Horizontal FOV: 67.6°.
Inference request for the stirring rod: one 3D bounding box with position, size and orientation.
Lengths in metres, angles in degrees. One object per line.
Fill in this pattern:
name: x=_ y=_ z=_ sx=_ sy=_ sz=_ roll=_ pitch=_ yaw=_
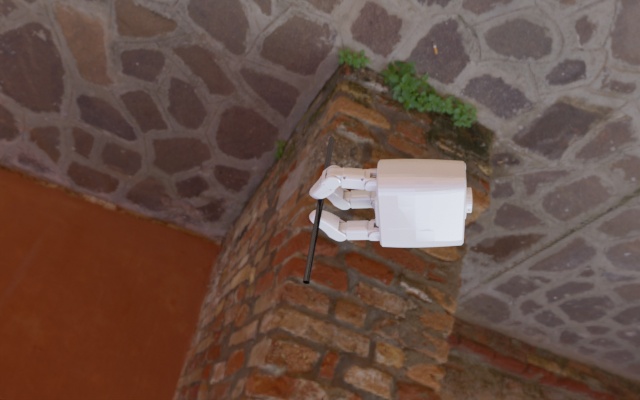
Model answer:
stirring rod: x=0.000 y=0.002 z=0.631 sx=0.011 sy=0.239 sz=0.011 roll=6 pitch=-38 yaw=5
